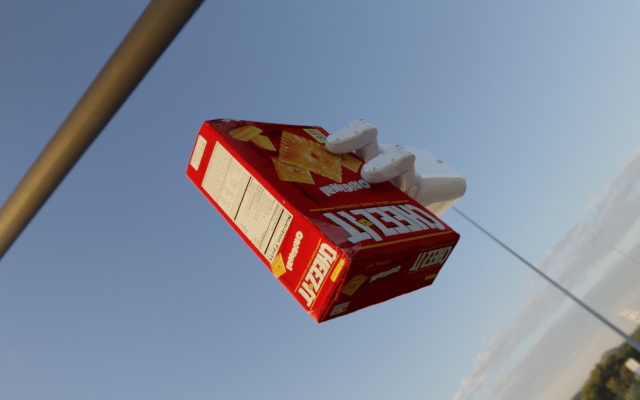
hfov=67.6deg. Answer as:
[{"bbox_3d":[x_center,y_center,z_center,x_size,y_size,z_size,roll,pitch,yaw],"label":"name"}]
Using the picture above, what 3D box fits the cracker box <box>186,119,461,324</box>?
[{"bbox_3d":[0.000,0.002,0.454,0.164,0.072,0.213,-5,37,-46],"label":"cracker box"}]
